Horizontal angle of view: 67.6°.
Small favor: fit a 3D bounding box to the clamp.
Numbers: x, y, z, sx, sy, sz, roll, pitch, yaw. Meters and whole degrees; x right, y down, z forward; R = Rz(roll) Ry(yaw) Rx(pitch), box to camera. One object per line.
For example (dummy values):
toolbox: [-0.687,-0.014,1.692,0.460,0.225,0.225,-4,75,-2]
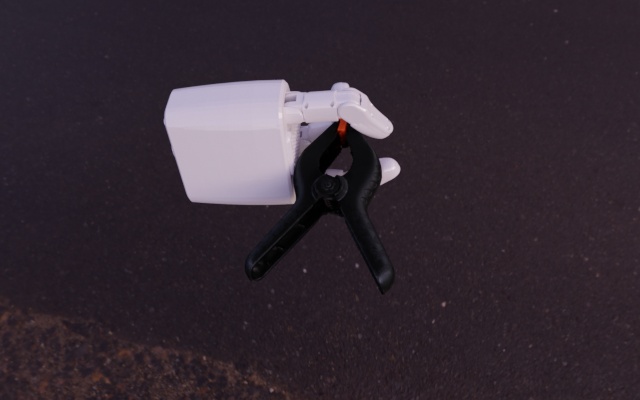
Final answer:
clamp: [0.000,0.001,0.410,0.120,0.171,0.039,-1,-36,6]
